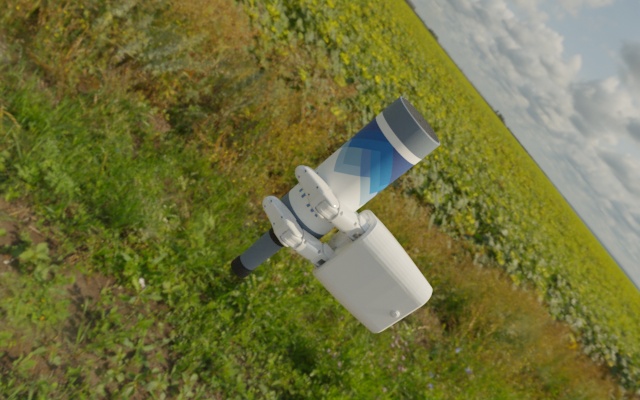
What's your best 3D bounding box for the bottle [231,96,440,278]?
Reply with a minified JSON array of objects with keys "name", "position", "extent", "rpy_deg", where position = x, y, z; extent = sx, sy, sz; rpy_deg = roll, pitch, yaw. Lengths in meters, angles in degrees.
[{"name":"bottle","position":[0.000,0.002,0.558],"extent":[0.296,0.069,0.069],"rpy_deg":[-39,-17,22]}]
